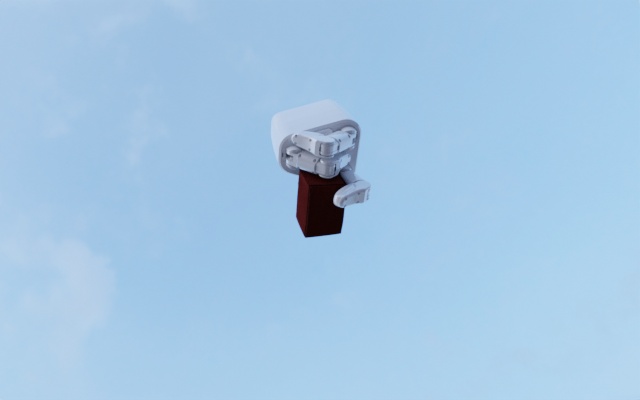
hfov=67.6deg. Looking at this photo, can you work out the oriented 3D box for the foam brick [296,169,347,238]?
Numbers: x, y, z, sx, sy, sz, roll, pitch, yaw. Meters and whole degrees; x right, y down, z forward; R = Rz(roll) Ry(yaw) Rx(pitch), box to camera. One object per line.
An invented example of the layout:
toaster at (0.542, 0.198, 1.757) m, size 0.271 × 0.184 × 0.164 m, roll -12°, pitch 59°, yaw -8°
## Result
foam brick at (0.000, 0.002, 0.635) m, size 0.053 × 0.078 × 0.051 m, roll -3°, pitch 30°, yaw -18°
